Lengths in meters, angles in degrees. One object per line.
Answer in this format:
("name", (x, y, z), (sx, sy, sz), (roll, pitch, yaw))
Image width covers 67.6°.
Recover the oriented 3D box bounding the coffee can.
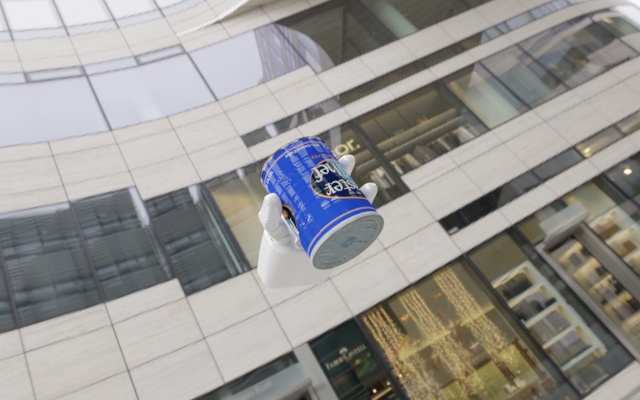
("coffee can", (0.000, 0.002, 0.610), (0.103, 0.140, 0.103), (-26, -29, -16))
